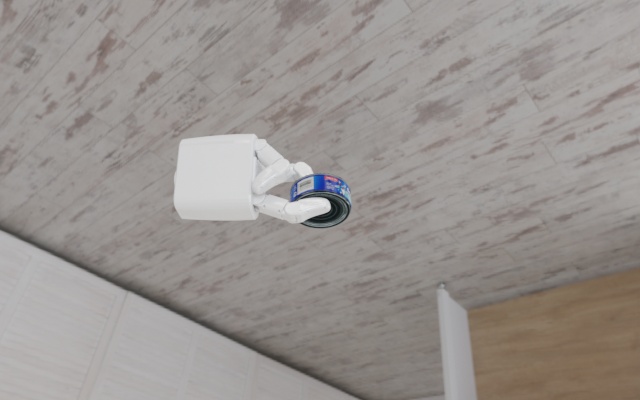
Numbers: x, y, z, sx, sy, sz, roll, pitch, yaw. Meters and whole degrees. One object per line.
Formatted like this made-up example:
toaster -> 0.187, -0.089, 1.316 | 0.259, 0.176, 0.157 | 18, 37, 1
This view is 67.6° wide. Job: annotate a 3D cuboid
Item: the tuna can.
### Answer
tuna can -> 0.000, 0.003, 0.663 | 0.086, 0.033, 0.086 | -1, -39, -1
